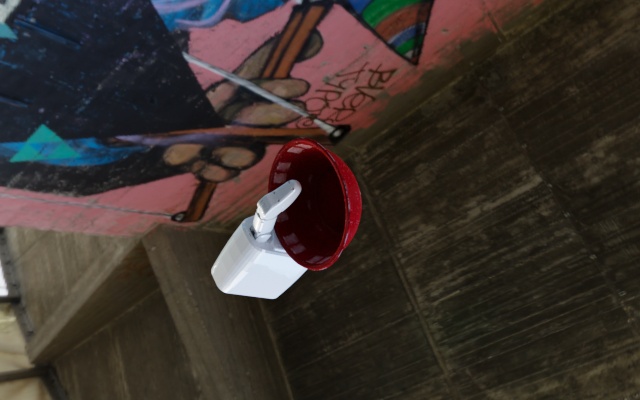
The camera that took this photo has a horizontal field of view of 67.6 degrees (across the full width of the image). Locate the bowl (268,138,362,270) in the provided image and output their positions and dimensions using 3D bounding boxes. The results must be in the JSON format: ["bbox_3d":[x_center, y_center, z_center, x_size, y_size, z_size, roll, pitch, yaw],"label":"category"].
[{"bbox_3d":[0.001,0.001,0.592,0.055,0.162,0.162,-9,6,-38],"label":"bowl"}]
